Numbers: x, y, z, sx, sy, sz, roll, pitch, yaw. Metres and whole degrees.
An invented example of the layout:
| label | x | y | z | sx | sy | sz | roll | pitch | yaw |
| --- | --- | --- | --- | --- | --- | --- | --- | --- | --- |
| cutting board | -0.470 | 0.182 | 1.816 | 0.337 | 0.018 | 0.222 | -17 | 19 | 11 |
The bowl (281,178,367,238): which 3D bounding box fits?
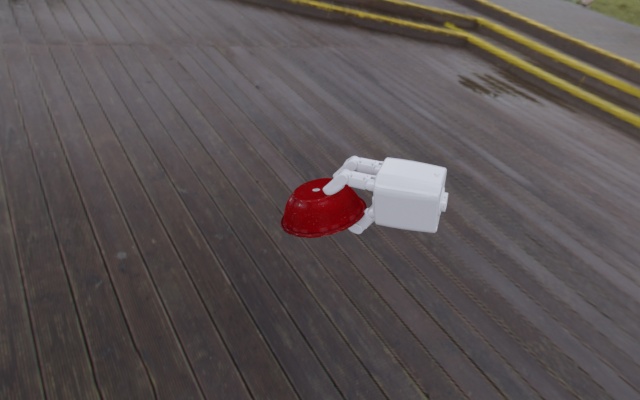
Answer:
| label | x | y | z | sx | sy | sz | roll | pitch | yaw |
| --- | --- | --- | --- | --- | --- | --- | --- | --- | --- |
| bowl | -0.001 | 0.003 | 0.869 | 0.162 | 0.055 | 0.162 | -11 | 26 | 5 |
